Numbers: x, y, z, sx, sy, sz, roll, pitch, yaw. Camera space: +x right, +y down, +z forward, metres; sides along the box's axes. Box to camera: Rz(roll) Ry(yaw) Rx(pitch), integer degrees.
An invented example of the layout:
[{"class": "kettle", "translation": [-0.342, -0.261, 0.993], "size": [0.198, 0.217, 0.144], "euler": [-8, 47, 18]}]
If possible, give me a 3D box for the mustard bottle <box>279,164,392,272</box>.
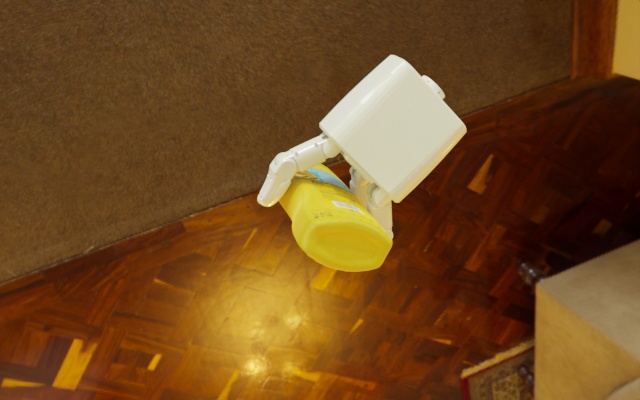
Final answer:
[{"class": "mustard bottle", "translation": [0.000, 0.002, 0.530], "size": [0.096, 0.058, 0.191], "euler": [15, 21, -25]}]
